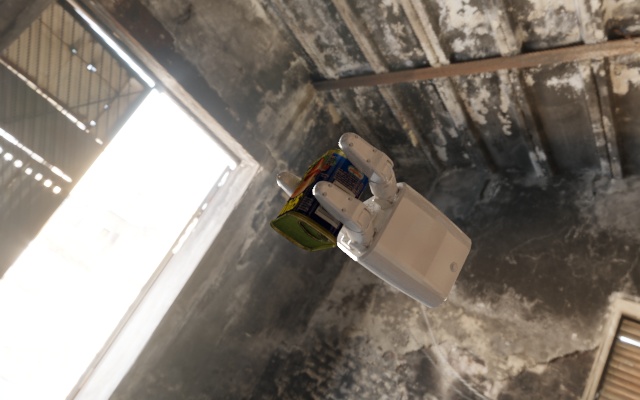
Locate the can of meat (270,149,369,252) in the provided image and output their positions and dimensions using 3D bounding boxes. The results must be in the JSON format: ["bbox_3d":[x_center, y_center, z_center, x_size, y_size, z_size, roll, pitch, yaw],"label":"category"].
[{"bbox_3d":[0.000,0.001,0.498,0.057,0.084,0.102,35,-18,-10],"label":"can of meat"}]
